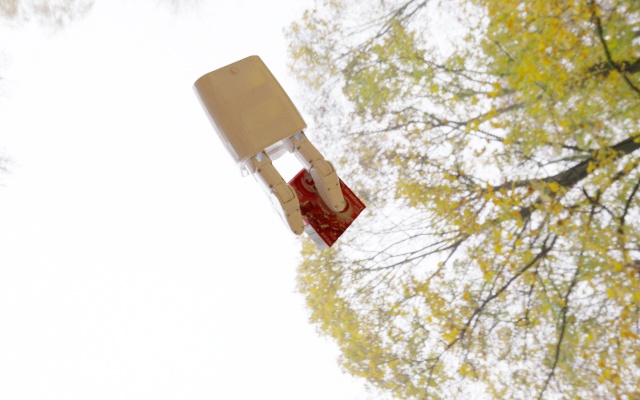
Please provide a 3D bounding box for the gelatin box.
[{"bbox_3d":[0.000,0.002,0.569,0.073,0.089,0.030,-46,10,-26],"label":"gelatin box"}]
